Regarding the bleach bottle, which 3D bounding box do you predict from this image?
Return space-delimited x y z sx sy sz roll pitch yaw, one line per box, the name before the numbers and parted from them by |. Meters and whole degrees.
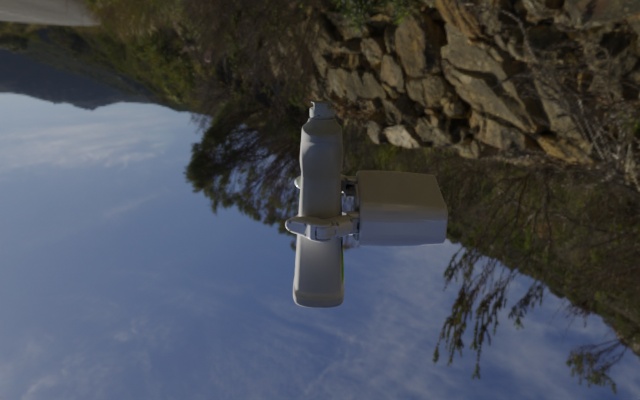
bleach bottle | 0.000 0.002 0.609 0.068 0.251 0.102 1 17 0
